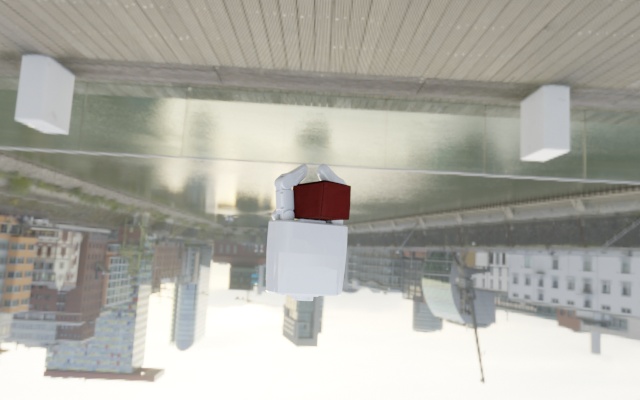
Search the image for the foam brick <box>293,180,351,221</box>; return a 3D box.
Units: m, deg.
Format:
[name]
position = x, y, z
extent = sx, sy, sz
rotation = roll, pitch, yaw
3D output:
[foam brick]
position = 0.000, 0.002, 0.694
extent = 0.053, 0.051, 0.078
rotation = 9, -9, -36
